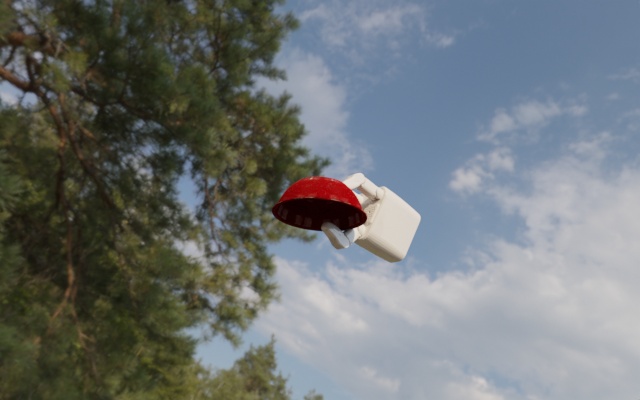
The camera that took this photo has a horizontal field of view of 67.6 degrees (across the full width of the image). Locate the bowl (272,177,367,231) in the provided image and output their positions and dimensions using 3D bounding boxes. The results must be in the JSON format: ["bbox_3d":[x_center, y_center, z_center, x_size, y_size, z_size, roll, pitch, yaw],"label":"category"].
[{"bbox_3d":[-0.001,0.002,0.813,0.162,0.055,0.162,4,-21,1],"label":"bowl"}]
